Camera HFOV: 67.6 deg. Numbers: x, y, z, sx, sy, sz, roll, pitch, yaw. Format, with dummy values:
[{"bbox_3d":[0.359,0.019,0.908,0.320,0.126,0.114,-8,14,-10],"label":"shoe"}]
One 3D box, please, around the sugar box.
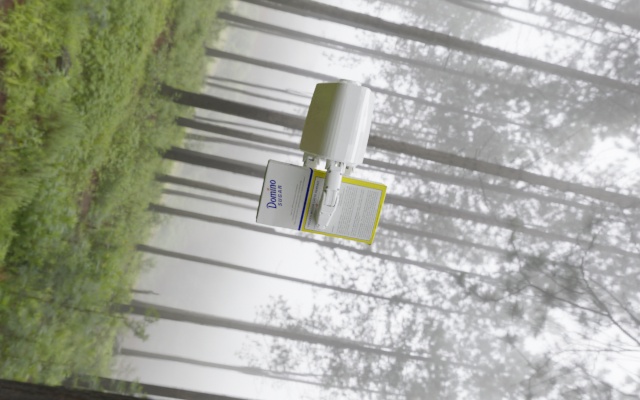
[{"bbox_3d":[0.000,0.002,0.700,0.176,0.093,0.048,12,9,-7],"label":"sugar box"}]
